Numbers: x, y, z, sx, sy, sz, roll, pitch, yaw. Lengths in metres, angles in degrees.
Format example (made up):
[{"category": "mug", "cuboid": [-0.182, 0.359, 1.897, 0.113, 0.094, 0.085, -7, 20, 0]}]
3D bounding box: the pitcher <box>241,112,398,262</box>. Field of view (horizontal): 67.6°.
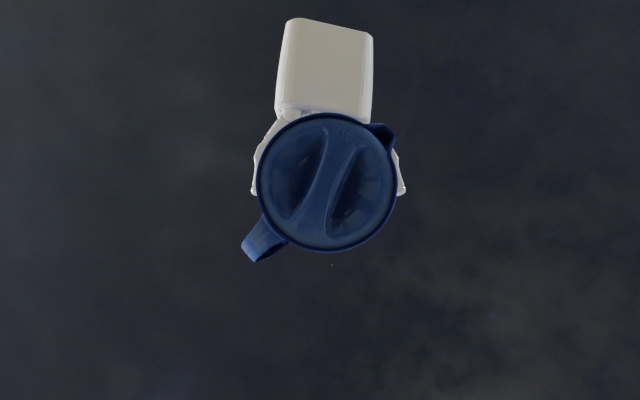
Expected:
[{"category": "pitcher", "cuboid": [0.000, 0.002, 0.557, 0.149, 0.145, 0.243, 3, -7, 2]}]
